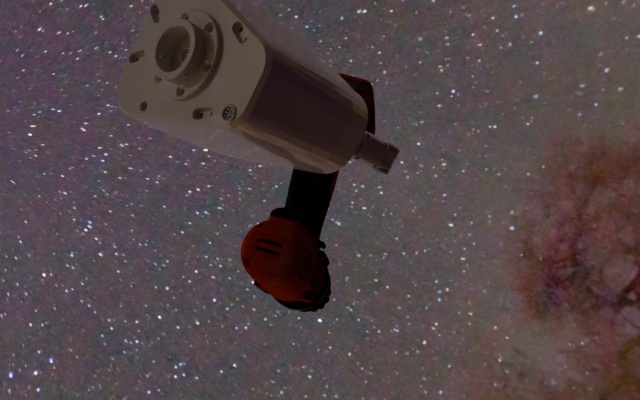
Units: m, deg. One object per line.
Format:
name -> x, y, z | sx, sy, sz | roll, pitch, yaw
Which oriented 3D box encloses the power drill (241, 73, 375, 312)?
power drill -> 0.000, 0.001, 0.415 | 0.057, 0.187, 0.184 | 12, -18, 12
